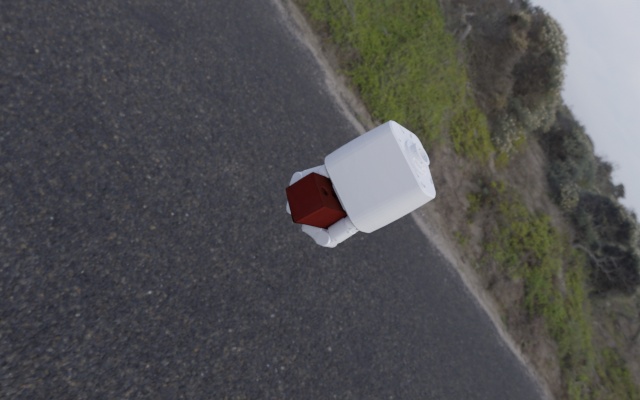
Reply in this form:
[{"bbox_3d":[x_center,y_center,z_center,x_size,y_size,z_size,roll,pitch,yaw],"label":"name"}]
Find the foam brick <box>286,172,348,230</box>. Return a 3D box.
[{"bbox_3d":[0.000,0.002,0.643,0.051,0.053,0.078,-29,-26,29],"label":"foam brick"}]
